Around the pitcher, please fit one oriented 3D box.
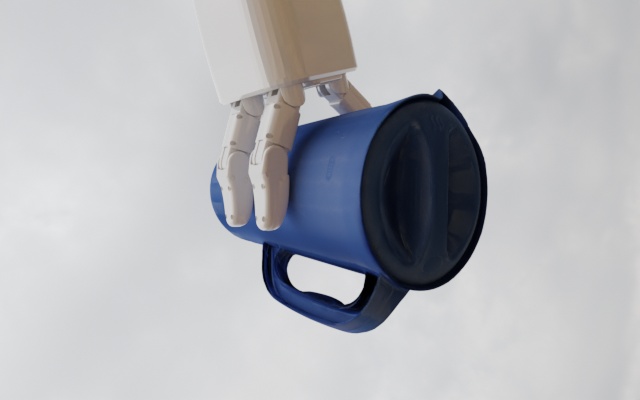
[{"bbox_3d":[0.000,0.001,0.407,0.149,0.145,0.243,-25,16,-35],"label":"pitcher"}]
